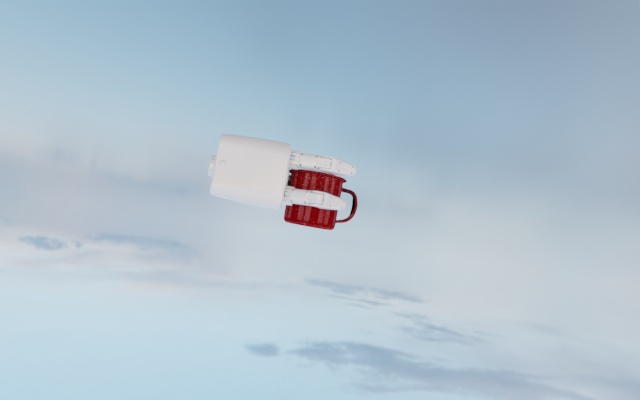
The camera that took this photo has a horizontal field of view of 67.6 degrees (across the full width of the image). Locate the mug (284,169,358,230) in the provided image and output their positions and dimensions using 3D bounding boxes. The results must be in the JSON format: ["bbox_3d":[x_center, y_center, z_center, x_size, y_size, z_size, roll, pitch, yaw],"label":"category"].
[{"bbox_3d":[0.001,0.003,0.750,0.117,0.081,0.093,11,-5,-8],"label":"mug"}]
